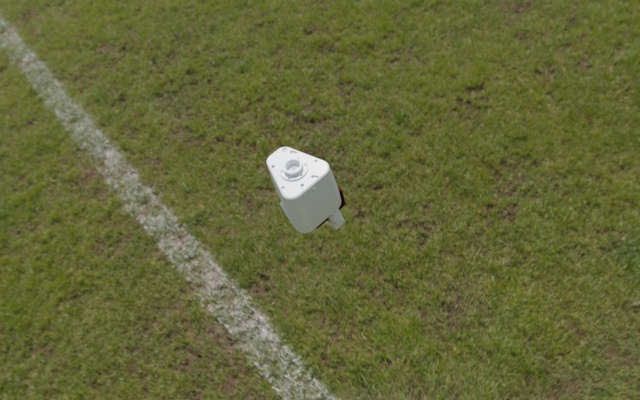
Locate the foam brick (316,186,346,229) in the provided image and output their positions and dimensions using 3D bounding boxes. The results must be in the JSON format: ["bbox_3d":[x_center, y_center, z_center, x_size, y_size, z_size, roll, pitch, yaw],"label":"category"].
[{"bbox_3d":[0.000,0.003,0.893,0.053,0.078,0.051,41,-17,32],"label":"foam brick"}]
